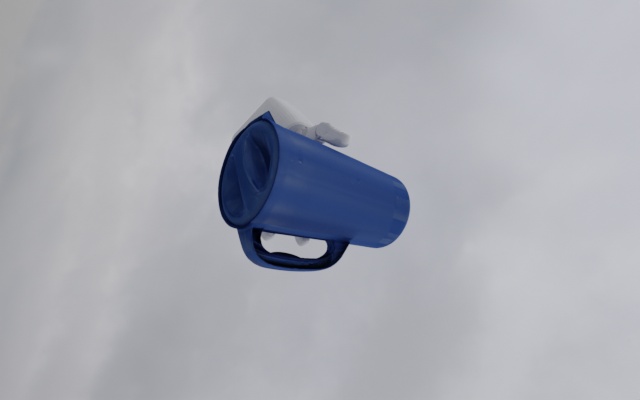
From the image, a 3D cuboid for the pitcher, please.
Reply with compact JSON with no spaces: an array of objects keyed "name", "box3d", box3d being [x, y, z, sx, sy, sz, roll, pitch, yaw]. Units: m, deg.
[{"name":"pitcher","box3d":[0.000,0.002,0.618,0.243,0.149,0.145,16,23,-37]}]
